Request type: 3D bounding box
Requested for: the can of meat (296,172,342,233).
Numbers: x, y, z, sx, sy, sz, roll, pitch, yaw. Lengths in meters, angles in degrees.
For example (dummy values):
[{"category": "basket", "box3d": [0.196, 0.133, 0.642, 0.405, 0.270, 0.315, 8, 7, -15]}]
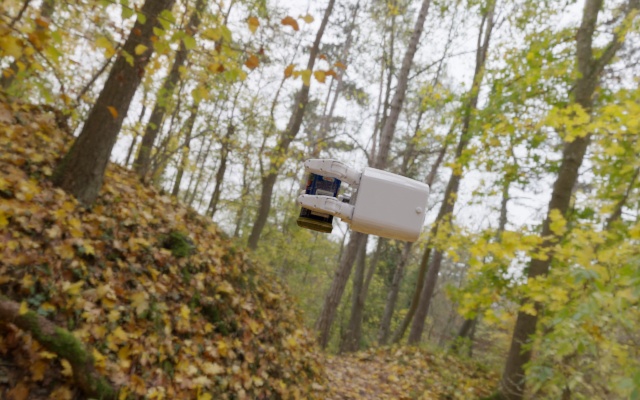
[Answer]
[{"category": "can of meat", "box3d": [0.000, 0.002, 0.756, 0.057, 0.084, 0.102, 13, -9, 2]}]
